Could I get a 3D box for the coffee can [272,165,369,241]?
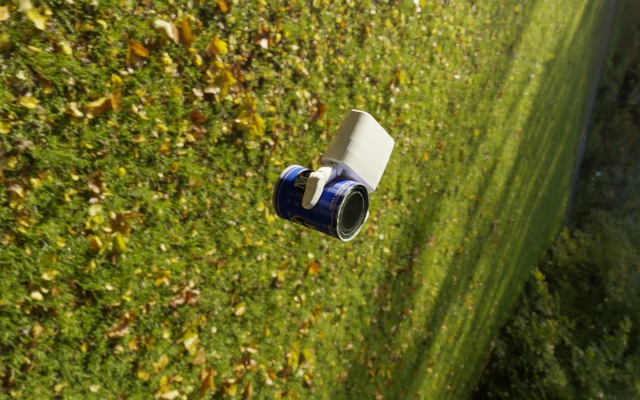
[{"bbox_3d":[0.000,0.003,0.844,0.140,0.103,0.103,18,10,32],"label":"coffee can"}]
